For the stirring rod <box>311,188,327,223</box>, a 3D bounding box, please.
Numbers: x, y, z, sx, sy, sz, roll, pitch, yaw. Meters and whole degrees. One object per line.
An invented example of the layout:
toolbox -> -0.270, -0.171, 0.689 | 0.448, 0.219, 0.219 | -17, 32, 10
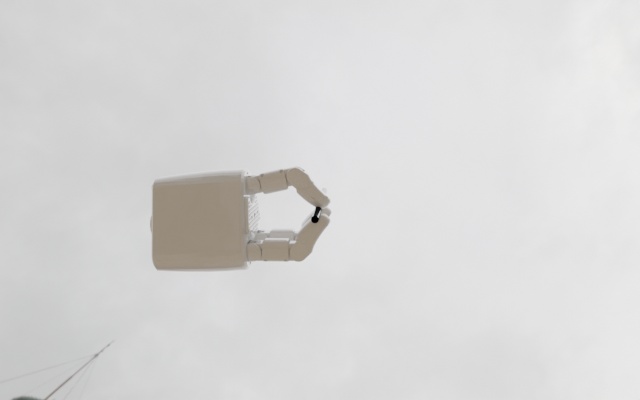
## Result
stirring rod -> 0.000, 0.002, 0.599 | 0.011, 0.011, 0.239 | 0, 8, 3
